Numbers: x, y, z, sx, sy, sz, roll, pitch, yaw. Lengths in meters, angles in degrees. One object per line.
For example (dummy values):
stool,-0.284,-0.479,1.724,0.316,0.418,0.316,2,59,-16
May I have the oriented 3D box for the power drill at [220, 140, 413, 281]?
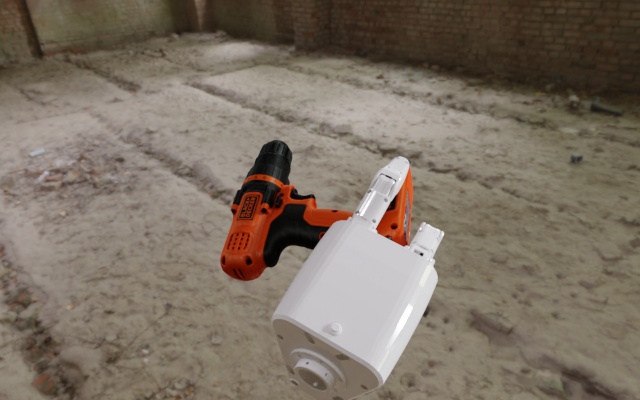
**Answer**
power drill,0.000,0.002,0.503,0.187,0.184,0.057,-2,-39,17
